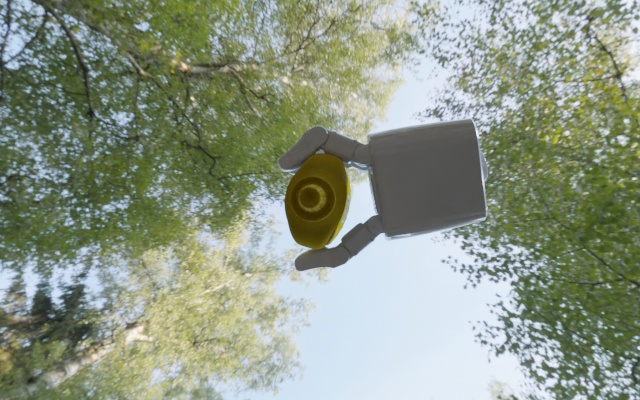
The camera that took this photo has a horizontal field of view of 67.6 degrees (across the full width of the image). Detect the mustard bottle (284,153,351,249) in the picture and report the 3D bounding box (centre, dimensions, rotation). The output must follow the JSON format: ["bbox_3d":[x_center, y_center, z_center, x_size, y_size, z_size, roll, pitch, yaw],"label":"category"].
[{"bbox_3d":[0.000,0.002,0.497,0.058,0.096,0.191,15,-1,5],"label":"mustard bottle"}]
